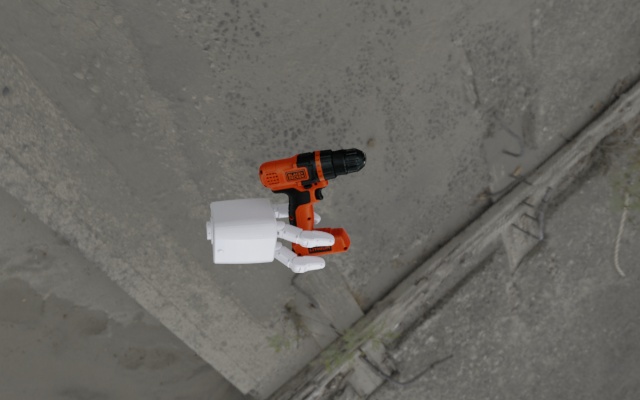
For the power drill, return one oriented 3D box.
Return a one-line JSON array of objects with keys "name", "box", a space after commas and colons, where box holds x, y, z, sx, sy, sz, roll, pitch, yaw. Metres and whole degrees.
[{"name": "power drill", "box": [0.000, 0.003, 0.839, 0.184, 0.188, 0.057, -8, 24, 10]}]
